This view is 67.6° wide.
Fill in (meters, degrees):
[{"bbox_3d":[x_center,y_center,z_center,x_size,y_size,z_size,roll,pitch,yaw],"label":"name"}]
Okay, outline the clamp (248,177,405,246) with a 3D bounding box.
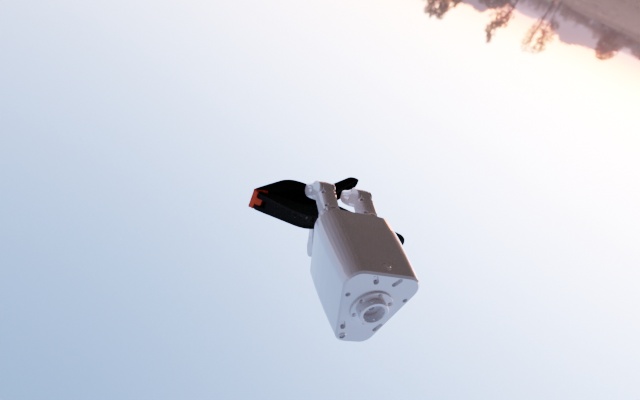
[{"bbox_3d":[-0.001,0.003,0.671,0.210,0.036,0.164,10,29,-24],"label":"clamp"}]
